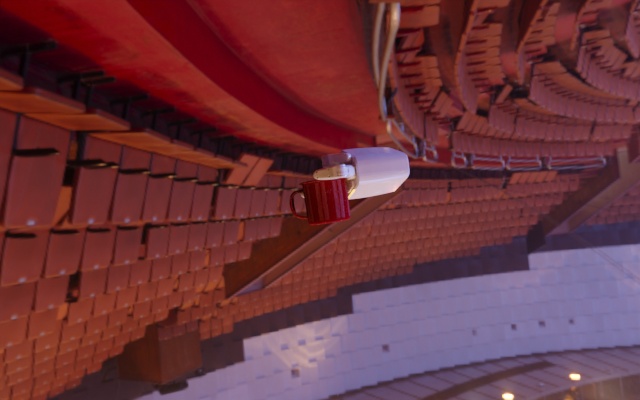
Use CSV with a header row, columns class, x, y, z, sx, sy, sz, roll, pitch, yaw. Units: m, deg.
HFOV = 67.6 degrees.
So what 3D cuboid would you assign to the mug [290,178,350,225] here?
class,x,y,z,sx,sy,sz,roll,pitch,yaw
mug,-0.001,0.003,0.899,0.117,0.081,0.093,-8,-1,-12
